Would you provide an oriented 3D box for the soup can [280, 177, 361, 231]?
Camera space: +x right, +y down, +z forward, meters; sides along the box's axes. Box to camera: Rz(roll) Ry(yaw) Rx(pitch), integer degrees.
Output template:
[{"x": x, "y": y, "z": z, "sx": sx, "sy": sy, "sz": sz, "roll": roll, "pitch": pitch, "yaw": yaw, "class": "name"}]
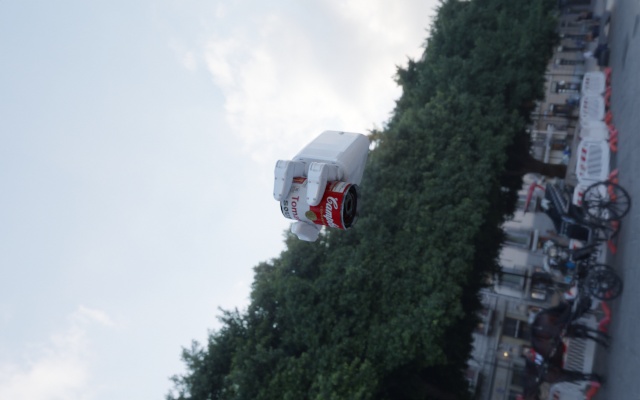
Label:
[{"x": 0.000, "y": 0.003, "z": 0.702, "sx": 0.102, "sy": 0.068, "sz": 0.068, "roll": 9, "pitch": 4, "yaw": 25, "class": "soup can"}]
